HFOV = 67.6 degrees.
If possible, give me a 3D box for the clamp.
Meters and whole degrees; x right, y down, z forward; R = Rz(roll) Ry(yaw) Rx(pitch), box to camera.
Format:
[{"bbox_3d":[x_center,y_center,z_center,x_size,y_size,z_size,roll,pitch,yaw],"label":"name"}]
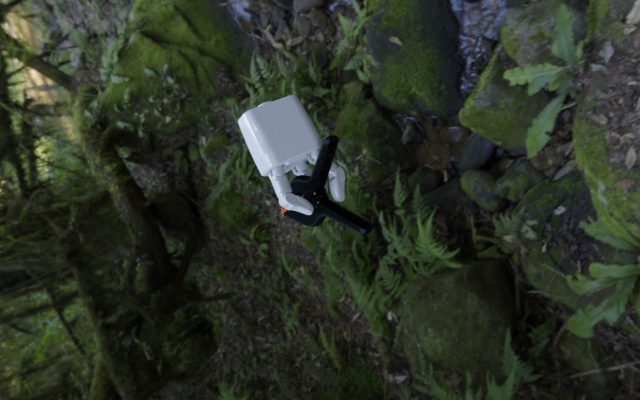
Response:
[{"bbox_3d":[-0.001,0.003,0.818,0.036,0.164,0.210,-21,-7,-37],"label":"clamp"}]
